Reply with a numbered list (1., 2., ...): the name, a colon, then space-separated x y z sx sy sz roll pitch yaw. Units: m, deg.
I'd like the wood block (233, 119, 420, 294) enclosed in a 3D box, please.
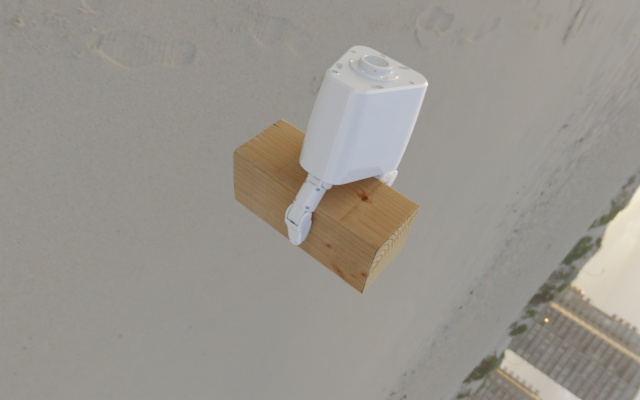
1. wood block: 0.000 0.002 0.575 0.206 0.090 0.090 35 53 21
